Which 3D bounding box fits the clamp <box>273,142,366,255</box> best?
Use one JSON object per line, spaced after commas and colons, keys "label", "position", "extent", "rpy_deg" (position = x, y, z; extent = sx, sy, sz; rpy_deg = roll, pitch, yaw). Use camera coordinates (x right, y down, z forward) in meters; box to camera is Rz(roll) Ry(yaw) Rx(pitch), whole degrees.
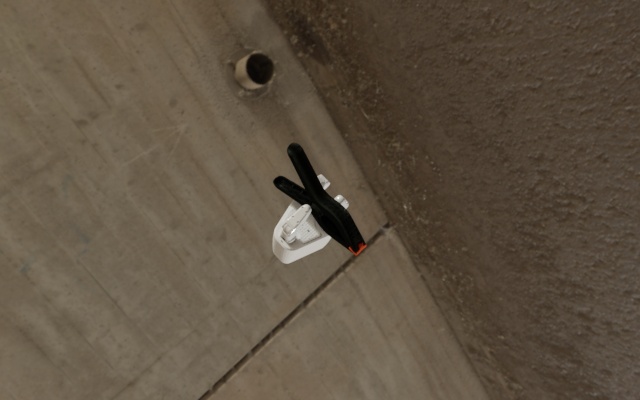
{"label": "clamp", "position": [0.000, 0.004, 0.804], "extent": [0.036, 0.210, 0.165], "rpy_deg": [-40, -11, -21]}
